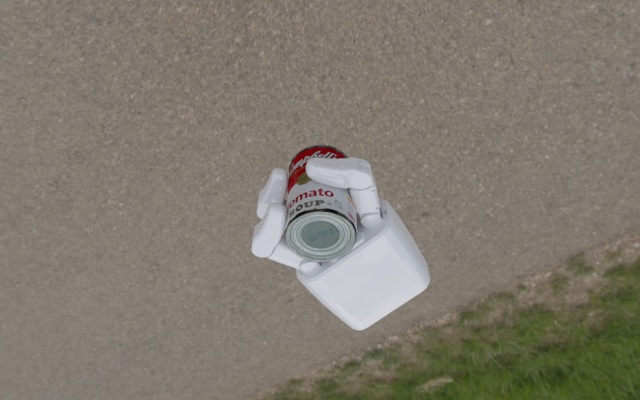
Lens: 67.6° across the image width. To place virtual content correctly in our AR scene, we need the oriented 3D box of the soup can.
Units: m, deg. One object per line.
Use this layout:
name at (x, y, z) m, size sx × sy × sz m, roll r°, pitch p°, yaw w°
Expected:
soup can at (0.000, 0.001, 0.470) m, size 0.068 × 0.069 × 0.102 m, roll 0°, pitch 41°, yaw 0°
